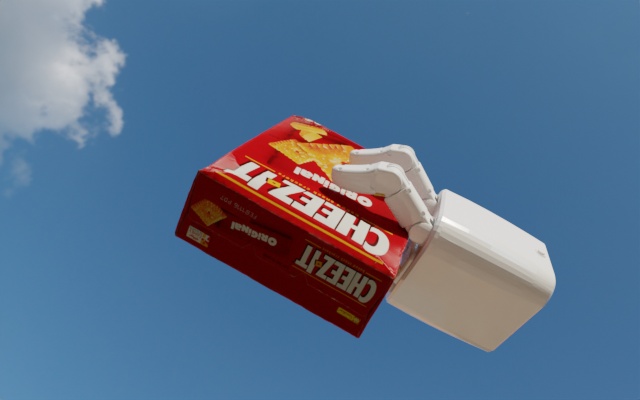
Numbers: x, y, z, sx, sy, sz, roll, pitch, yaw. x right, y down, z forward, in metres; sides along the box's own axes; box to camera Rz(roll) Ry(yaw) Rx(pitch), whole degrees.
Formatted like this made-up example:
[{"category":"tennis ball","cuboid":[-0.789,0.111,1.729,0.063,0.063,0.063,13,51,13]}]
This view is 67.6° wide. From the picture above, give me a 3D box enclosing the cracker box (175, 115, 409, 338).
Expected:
[{"category":"cracker box","cuboid":[0.000,0.002,0.440,0.164,0.072,0.213,28,26,5]}]
